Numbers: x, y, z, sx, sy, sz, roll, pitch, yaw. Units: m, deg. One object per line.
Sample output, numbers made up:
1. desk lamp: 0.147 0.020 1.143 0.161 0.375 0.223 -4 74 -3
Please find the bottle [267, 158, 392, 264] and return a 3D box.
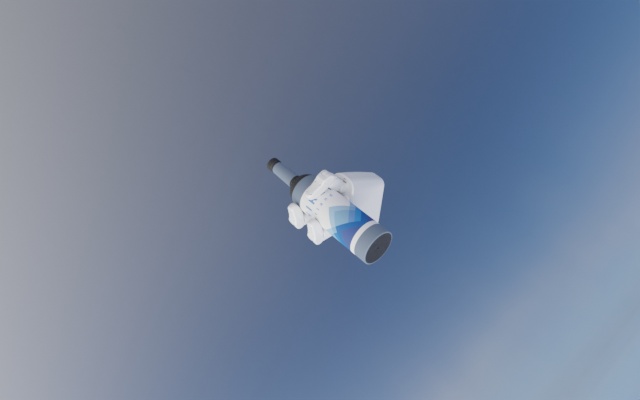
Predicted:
1. bottle: 0.000 0.003 0.872 0.295 0.069 0.069 38 23 33
